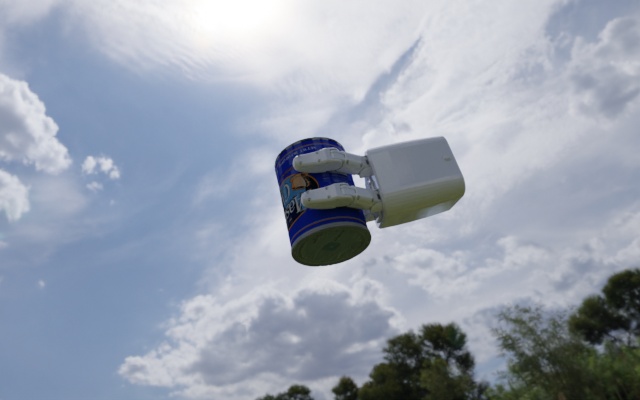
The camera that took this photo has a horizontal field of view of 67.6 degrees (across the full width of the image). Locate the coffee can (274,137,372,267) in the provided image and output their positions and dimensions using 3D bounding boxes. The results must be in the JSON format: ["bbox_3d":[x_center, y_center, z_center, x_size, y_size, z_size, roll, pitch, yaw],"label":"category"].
[{"bbox_3d":[0.000,0.002,0.632,0.103,0.140,0.103,-10,-32,-6],"label":"coffee can"}]
